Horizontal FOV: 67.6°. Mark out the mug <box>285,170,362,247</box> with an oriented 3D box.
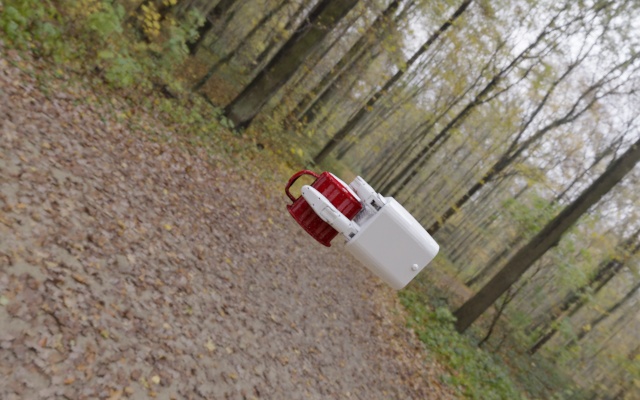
[{"bbox_3d":[-0.001,0.001,0.726,0.117,0.081,0.093,43,7,-8],"label":"mug"}]
